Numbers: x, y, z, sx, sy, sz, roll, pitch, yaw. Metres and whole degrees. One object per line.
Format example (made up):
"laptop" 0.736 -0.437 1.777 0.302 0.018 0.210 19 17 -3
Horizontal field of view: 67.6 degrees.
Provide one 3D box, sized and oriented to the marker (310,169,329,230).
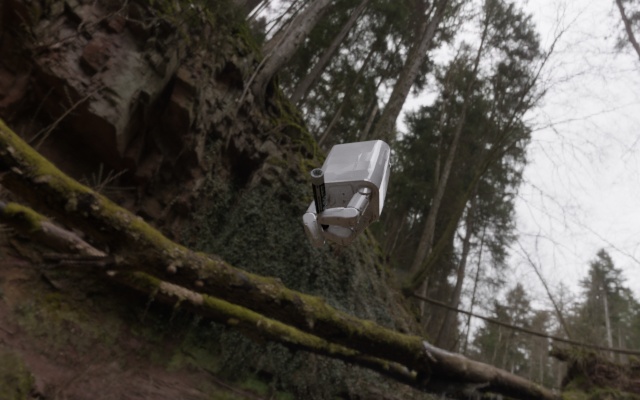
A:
"marker" 0.000 0.002 0.706 0.020 0.020 0.121 0 -42 6
